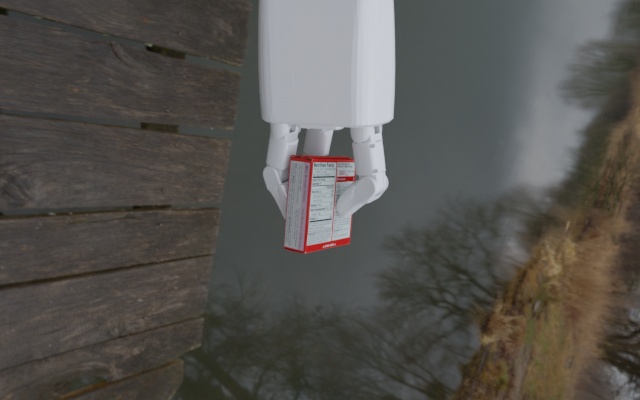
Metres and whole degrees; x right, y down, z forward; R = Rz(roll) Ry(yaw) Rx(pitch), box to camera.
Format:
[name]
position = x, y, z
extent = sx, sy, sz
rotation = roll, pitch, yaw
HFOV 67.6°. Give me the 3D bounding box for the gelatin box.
[gelatin box]
position = 0.000, 0.002, 0.458
extent = 0.030, 0.089, 0.073
rotation = 9, 9, 36
